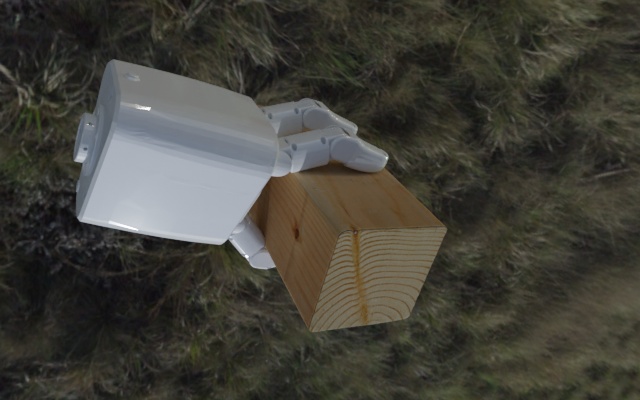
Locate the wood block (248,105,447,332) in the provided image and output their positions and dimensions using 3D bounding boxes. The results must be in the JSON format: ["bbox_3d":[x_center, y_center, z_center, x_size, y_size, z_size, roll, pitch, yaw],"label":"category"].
[{"bbox_3d":[0.000,0.002,0.410,0.090,0.091,0.206,0,33,-27],"label":"wood block"}]
